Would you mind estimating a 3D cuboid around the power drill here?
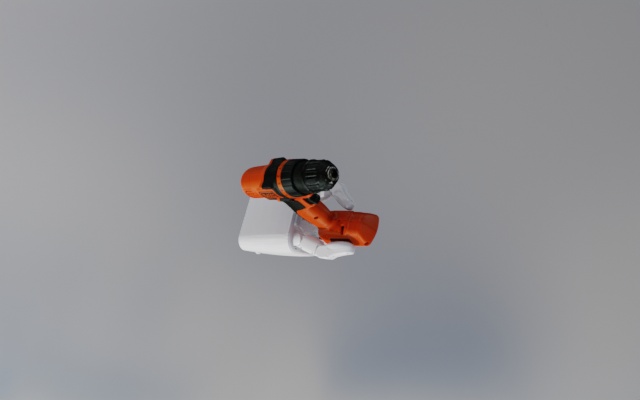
[{"bbox_3d":[0.000,0.003,0.686,0.184,0.057,0.188,0,-30,49],"label":"power drill"}]
